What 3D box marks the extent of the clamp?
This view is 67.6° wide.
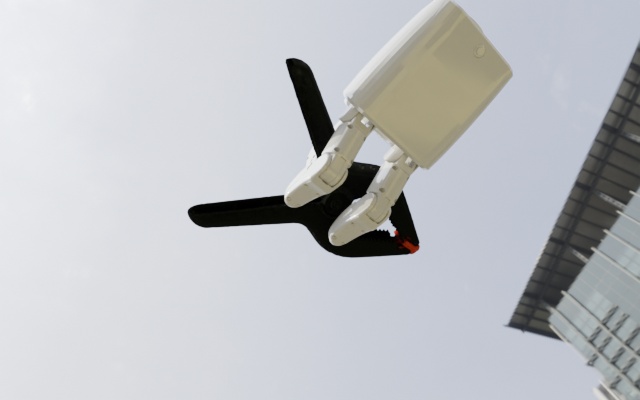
[{"bbox_3d":[0.000,0.001,0.431,0.210,0.164,0.036,37,14,-25],"label":"clamp"}]
